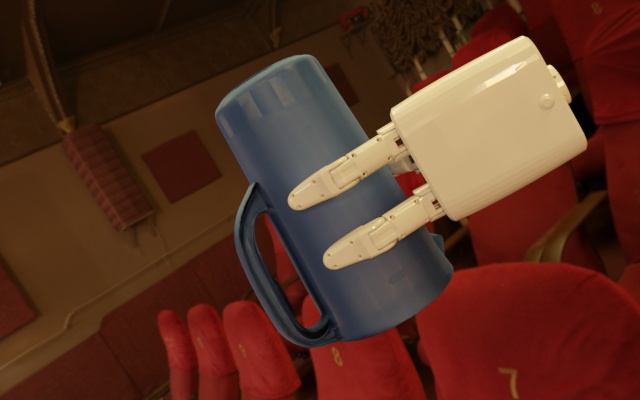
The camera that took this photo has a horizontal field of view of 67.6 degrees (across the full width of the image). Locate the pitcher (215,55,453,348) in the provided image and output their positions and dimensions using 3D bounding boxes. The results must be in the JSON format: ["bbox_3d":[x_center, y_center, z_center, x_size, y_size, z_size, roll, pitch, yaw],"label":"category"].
[{"bbox_3d":[0.000,0.001,0.440,0.145,0.243,0.149,-29,5,22],"label":"pitcher"}]
